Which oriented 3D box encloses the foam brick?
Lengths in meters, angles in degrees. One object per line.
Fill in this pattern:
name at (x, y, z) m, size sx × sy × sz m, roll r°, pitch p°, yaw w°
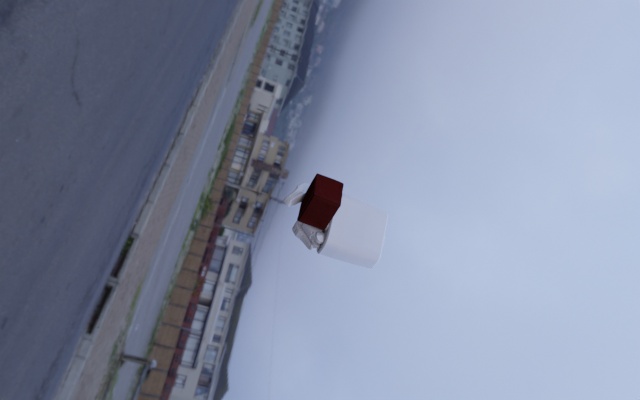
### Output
foam brick at (0.000, 0.003, 0.811) m, size 0.051 × 0.053 × 0.078 m, roll 20°, pitch -42°, yaw -10°
